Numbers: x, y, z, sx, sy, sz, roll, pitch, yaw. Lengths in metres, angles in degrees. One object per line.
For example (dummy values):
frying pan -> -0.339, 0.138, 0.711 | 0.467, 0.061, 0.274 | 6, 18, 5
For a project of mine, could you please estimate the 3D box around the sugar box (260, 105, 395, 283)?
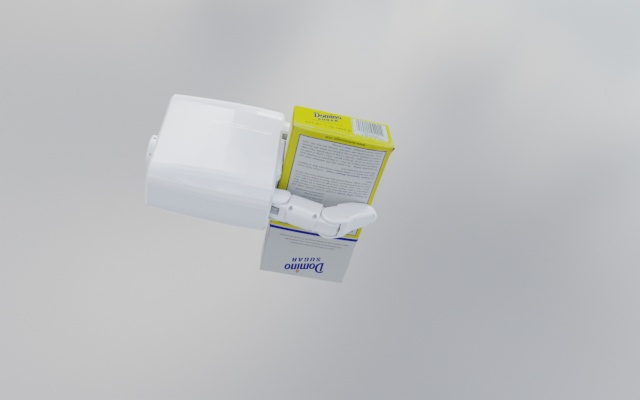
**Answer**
sugar box -> 0.000, 0.001, 0.471 | 0.093, 0.176, 0.048 | 11, 38, -9
